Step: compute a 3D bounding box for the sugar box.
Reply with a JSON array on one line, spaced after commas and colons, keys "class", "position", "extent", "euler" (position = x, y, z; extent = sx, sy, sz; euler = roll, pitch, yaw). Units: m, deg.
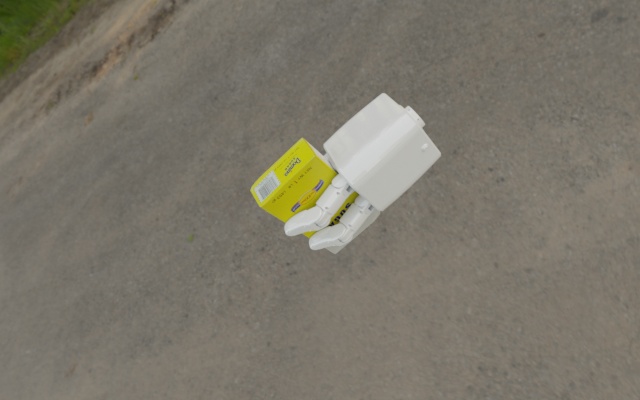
[{"class": "sugar box", "position": [0.000, 0.002, 0.627], "extent": [0.176, 0.093, 0.048], "euler": [37, 15, -46]}]
